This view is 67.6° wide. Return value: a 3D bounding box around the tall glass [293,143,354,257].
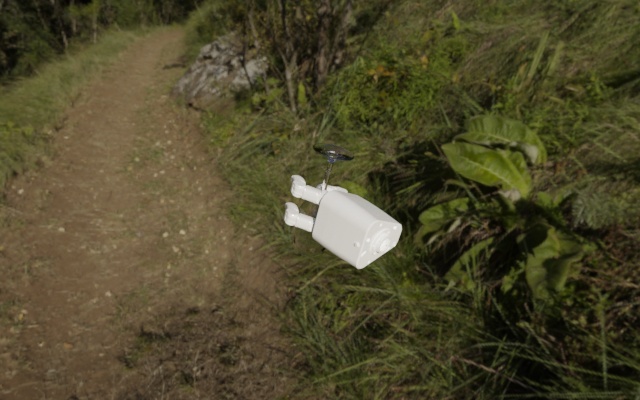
[{"bbox_3d":[0.000,0.002,0.867,0.079,0.201,0.079,12,24,-6],"label":"tall glass"}]
